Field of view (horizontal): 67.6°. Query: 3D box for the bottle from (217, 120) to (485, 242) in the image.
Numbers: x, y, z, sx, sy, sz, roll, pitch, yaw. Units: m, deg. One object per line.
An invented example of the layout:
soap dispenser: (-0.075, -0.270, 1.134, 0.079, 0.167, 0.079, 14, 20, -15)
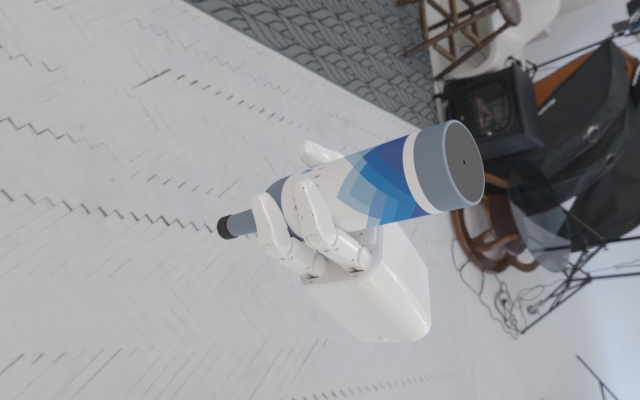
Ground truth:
bottle: (0.000, 0.001, 0.452, 0.296, 0.069, 0.069, -16, -10, 40)
